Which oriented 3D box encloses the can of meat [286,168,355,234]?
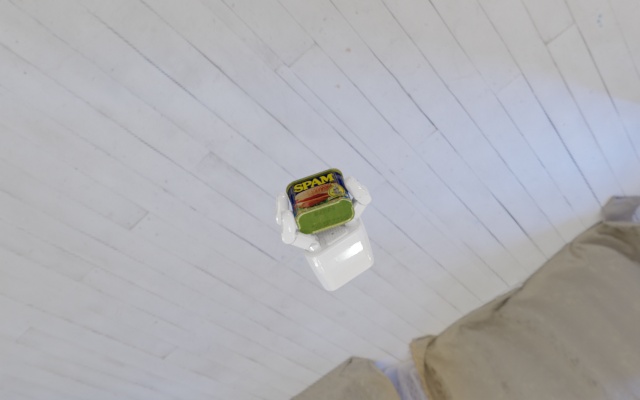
[{"bbox_3d":[0.000,0.003,0.789,0.102,0.057,0.084,-19,40,1],"label":"can of meat"}]
